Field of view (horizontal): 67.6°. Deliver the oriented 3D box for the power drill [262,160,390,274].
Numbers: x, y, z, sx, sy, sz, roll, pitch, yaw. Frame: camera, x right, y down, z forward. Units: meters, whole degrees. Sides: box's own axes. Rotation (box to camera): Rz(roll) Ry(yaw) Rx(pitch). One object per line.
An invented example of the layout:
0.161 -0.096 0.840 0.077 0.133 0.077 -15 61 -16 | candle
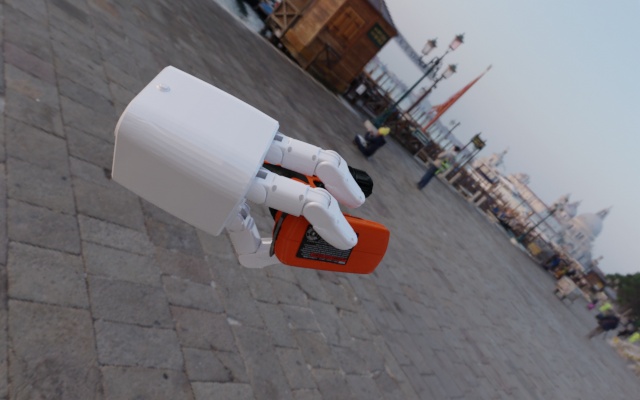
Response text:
0.000 0.002 0.503 0.184 0.057 0.187 9 23 -23 | power drill
